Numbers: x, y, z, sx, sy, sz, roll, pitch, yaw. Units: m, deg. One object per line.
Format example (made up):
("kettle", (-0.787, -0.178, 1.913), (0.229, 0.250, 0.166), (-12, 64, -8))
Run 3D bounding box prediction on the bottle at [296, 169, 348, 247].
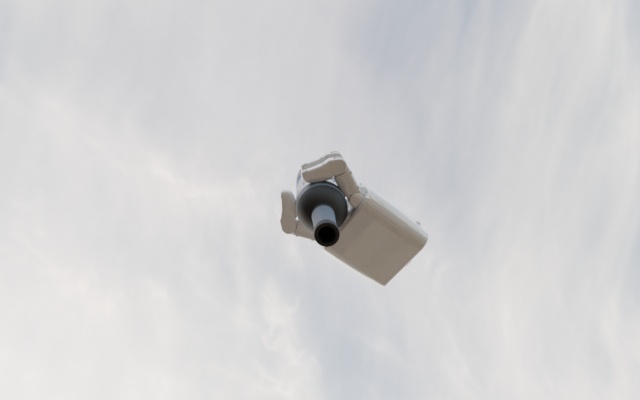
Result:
("bottle", (0.000, 0.002, 0.646), (0.069, 0.069, 0.295), (0, 14, -3))
